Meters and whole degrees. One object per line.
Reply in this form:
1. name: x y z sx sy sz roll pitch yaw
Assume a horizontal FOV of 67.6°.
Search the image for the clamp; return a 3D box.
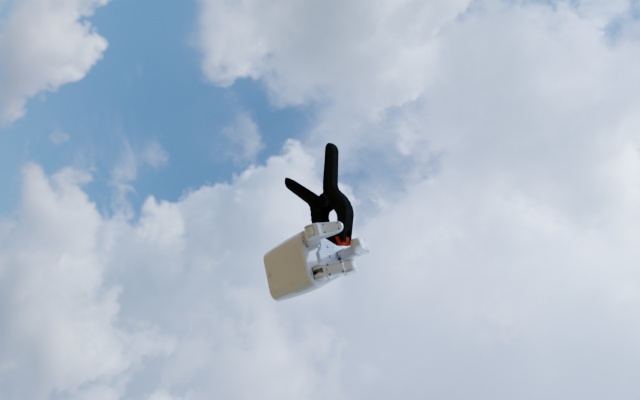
1. clamp: 0.001 0.003 0.797 0.039 0.171 0.120 6 -27 -45
